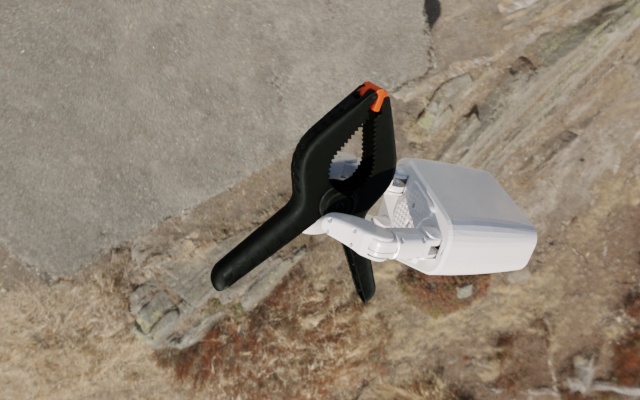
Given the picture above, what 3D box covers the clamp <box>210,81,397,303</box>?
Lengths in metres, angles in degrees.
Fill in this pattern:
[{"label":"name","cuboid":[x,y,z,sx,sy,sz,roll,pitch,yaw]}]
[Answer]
[{"label":"clamp","cuboid":[0.001,0.001,0.407,0.164,0.210,0.036,3,25,-26]}]
